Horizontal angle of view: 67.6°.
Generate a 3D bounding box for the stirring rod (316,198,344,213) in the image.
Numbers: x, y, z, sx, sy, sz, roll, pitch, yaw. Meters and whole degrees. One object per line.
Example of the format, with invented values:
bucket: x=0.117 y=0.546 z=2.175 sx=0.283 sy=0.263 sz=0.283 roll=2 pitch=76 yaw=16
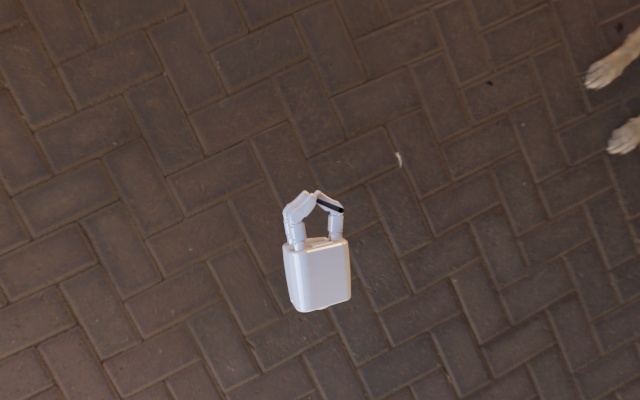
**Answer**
stirring rod: x=0.000 y=0.003 z=0.780 sx=0.011 sy=0.011 sz=0.239 roll=0 pitch=5 yaw=-14
